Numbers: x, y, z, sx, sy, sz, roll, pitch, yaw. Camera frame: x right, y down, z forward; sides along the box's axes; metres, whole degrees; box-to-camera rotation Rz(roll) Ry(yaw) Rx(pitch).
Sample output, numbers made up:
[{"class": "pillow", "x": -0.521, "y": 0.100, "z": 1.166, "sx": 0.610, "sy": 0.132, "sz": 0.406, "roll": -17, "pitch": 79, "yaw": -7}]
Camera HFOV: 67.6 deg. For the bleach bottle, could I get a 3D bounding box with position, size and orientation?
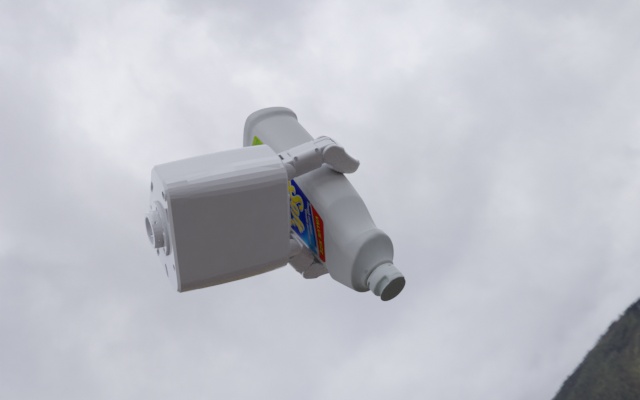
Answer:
[{"class": "bleach bottle", "x": 0.000, "y": 0.002, "z": 0.495, "sx": 0.068, "sy": 0.103, "sz": 0.250, "roll": -15, "pitch": 42, "yaw": -29}]
